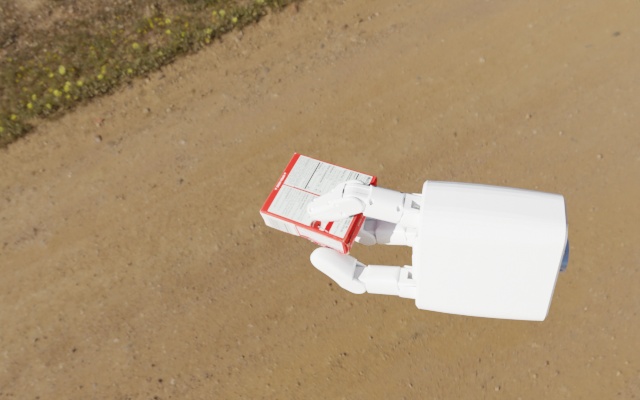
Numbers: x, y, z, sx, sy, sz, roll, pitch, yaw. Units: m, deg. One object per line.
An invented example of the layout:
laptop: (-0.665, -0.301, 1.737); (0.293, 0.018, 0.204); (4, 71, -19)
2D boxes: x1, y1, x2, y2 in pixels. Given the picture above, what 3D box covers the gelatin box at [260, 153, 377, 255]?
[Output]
gelatin box: (0.000, 0.001, 0.447); (0.089, 0.073, 0.030); (19, -27, 19)
